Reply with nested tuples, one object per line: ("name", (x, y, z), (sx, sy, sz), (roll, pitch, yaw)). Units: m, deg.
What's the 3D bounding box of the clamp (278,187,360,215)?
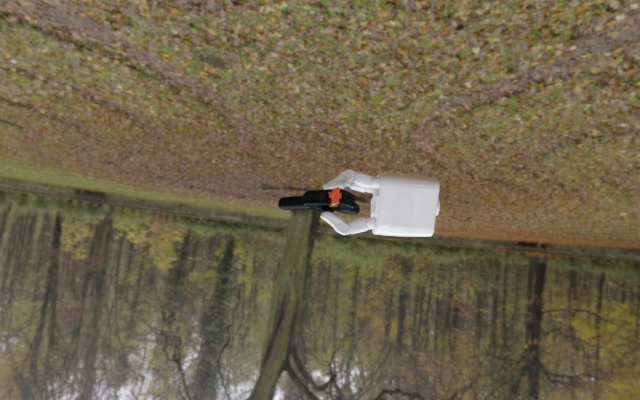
("clamp", (0.000, 0.004, 0.877), (0.164, 0.036, 0.210), (3, -6, -1))
